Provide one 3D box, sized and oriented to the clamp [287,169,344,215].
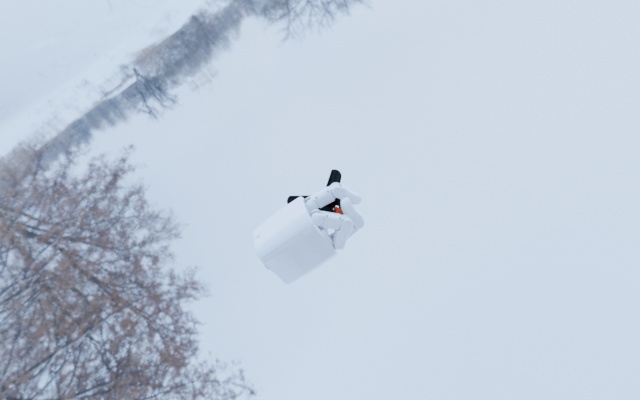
[{"bbox_3d":[0.001,0.003,0.883,0.120,0.039,0.171,-33,24,4],"label":"clamp"}]
